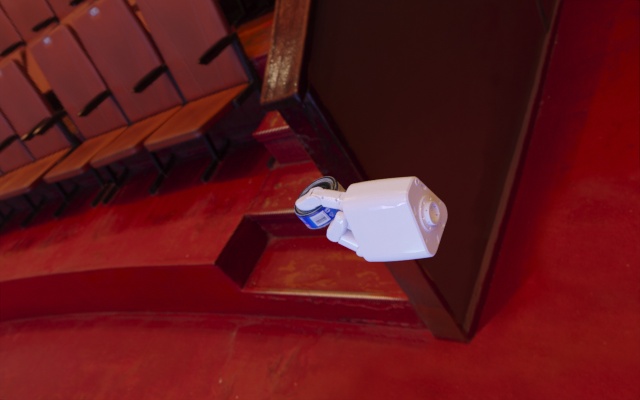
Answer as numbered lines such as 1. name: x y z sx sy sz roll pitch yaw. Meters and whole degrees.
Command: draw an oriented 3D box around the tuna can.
1. tuna can: 0.000 0.002 0.766 0.086 0.086 0.034 0 -40 50
